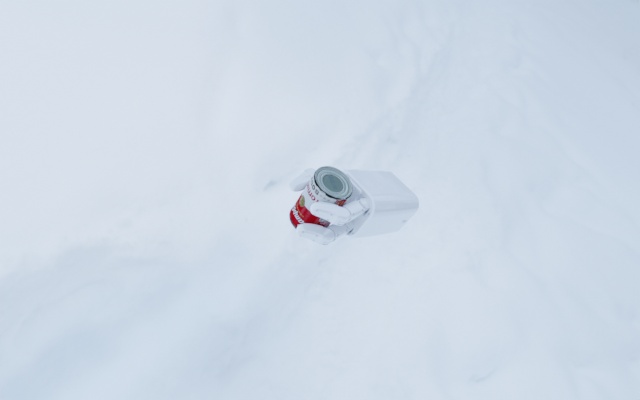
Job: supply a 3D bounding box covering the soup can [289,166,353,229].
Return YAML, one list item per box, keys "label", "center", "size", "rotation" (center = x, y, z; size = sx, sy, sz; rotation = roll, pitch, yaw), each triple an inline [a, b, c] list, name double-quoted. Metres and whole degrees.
- label: "soup can"
  center: [0.000, 0.002, 0.763]
  size: [0.068, 0.068, 0.102]
  rotation: [0, -38, -32]
